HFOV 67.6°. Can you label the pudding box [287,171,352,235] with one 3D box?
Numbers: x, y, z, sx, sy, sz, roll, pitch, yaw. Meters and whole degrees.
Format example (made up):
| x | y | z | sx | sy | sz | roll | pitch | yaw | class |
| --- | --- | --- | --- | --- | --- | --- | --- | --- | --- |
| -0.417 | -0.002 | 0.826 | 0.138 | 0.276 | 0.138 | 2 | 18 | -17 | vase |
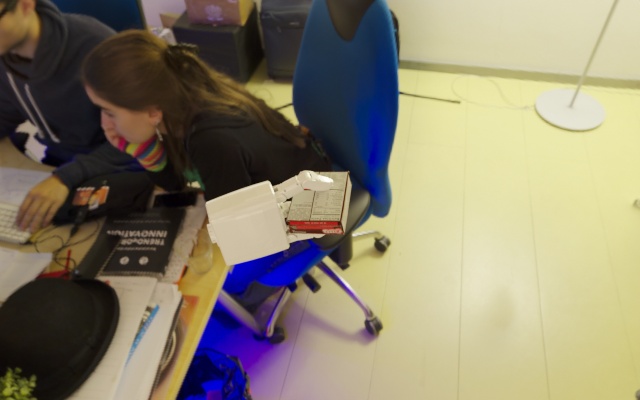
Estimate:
| x | y | z | sx | sy | sz | roll | pitch | yaw | class |
| --- | --- | --- | --- | --- | --- | --- | --- | --- | --- |
| 0.000 | 0.002 | 0.779 | 0.090 | 0.113 | 0.039 | 1 | -39 | 12 | pudding box |
